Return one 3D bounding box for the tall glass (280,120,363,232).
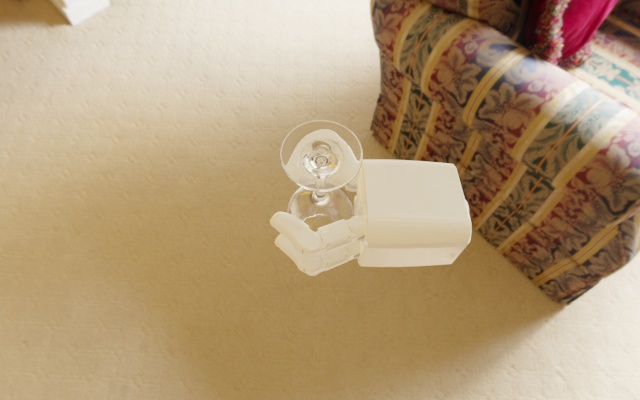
[{"bbox_3d":[0.000,0.001,0.515,0.079,0.079,0.201,0,-26,-1],"label":"tall glass"}]
